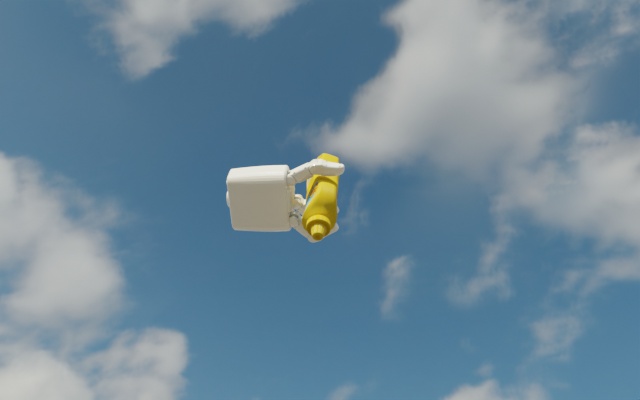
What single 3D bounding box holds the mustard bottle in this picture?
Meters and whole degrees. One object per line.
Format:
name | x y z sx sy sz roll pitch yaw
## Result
mustard bottle | 0.000 0.003 0.844 0.058 0.096 0.191 18 35 -9
